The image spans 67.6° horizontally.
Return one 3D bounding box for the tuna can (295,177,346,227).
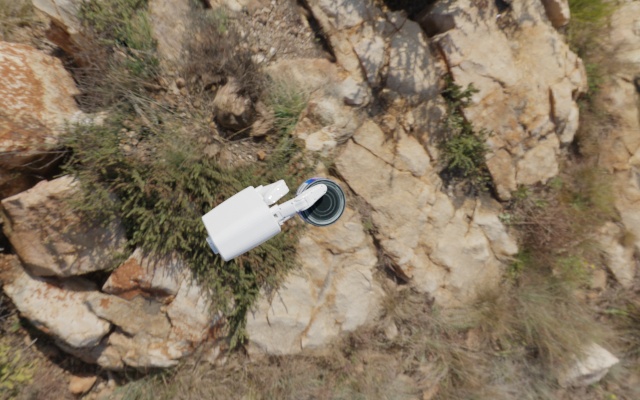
[{"bbox_3d":[0.000,0.003,0.832,0.086,0.086,0.033,0,6,-18],"label":"tuna can"}]
